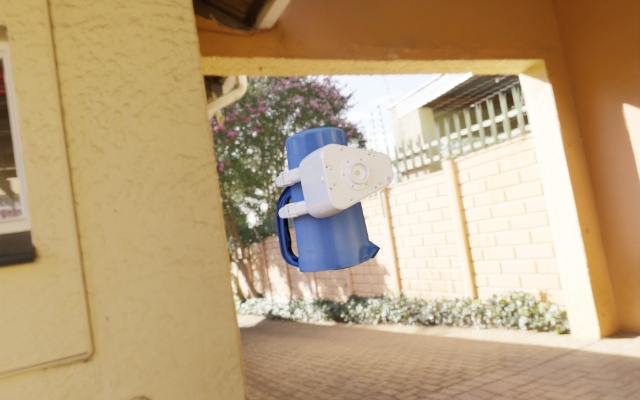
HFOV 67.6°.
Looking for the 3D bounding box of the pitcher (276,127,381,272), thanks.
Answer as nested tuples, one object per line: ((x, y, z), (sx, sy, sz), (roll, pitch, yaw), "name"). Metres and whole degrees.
((0.000, 0.003, 0.843), (0.149, 0.243, 0.145), (-9, -3, -17), "pitcher")
